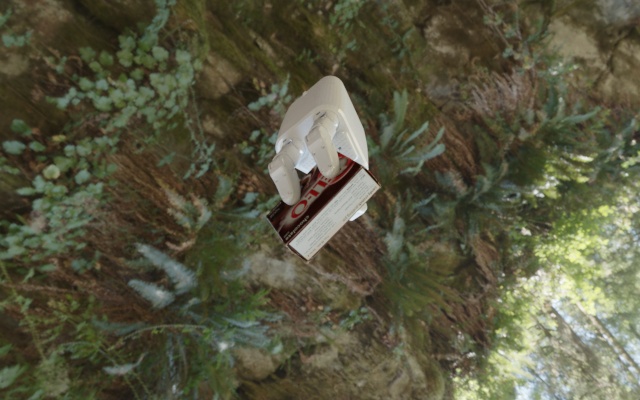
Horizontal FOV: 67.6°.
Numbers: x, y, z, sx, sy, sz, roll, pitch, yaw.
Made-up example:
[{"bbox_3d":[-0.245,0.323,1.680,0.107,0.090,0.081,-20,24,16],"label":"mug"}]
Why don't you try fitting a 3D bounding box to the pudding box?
[{"bbox_3d":[0.000,0.002,0.513,0.039,0.113,0.090,42,0,-25],"label":"pudding box"}]
